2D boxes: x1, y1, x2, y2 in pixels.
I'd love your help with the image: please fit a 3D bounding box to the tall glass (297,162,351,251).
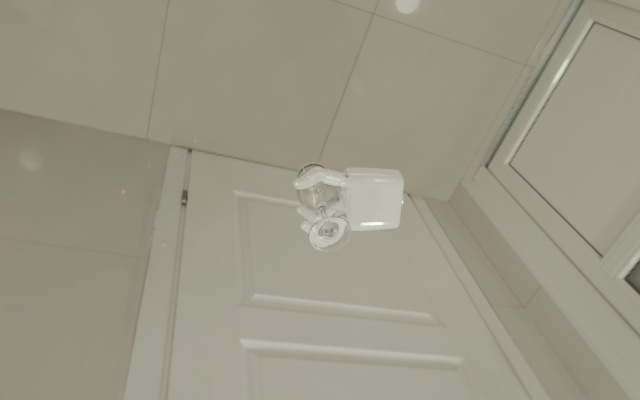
[{"bbox_3d":[0.000,0.003,0.889,0.079,0.079,0.201,0,34,-12],"label":"tall glass"}]
